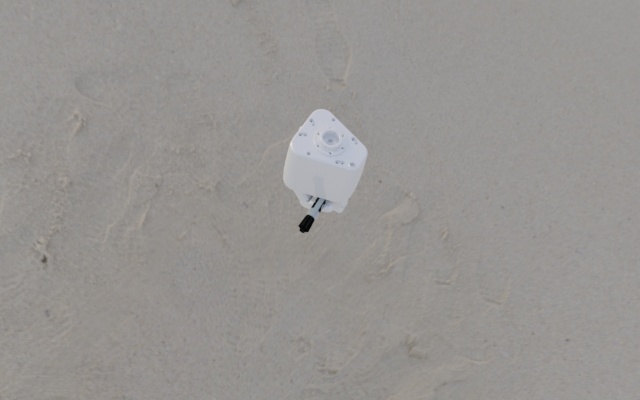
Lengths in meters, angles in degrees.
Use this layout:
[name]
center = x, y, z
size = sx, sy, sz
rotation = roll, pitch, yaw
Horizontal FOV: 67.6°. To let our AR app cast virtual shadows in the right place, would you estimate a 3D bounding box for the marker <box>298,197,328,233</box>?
[marker]
center = 0.000, 0.003, 0.769
size = 0.020, 0.121, 0.020
rotation = 26, -26, 14
